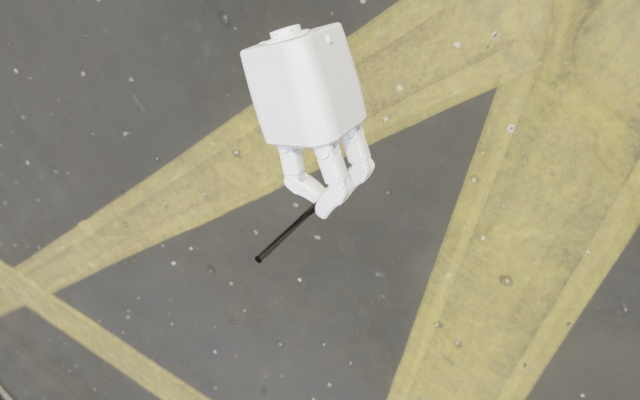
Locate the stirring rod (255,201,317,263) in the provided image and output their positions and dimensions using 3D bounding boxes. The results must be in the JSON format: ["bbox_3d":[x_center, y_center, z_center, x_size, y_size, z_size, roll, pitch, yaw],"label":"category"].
[{"bbox_3d":[0.000,0.002,0.552,0.011,0.011,0.239,0,28,35],"label":"stirring rod"}]
